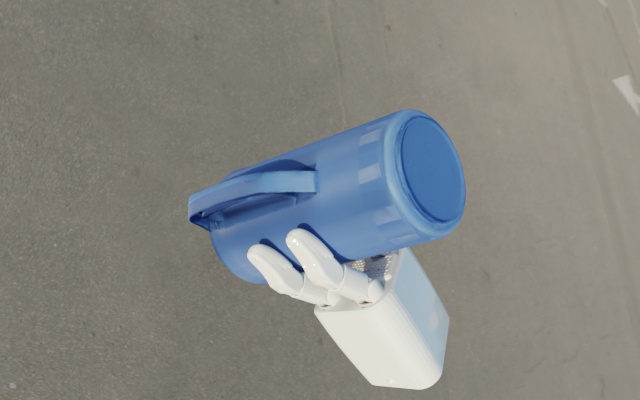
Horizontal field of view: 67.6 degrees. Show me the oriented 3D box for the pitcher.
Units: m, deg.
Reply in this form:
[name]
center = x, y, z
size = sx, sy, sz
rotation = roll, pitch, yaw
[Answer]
[pitcher]
center = 0.000, 0.002, 0.453
size = 0.243, 0.145, 0.149
rotation = -18, 22, 45
